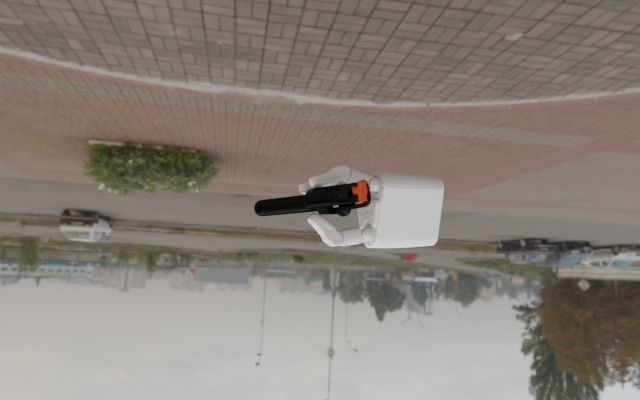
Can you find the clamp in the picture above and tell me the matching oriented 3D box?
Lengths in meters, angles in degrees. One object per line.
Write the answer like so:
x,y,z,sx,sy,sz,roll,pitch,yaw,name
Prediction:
0.001,0.003,0.688,0.164,0.036,0.210,-1,-7,-19,clamp
